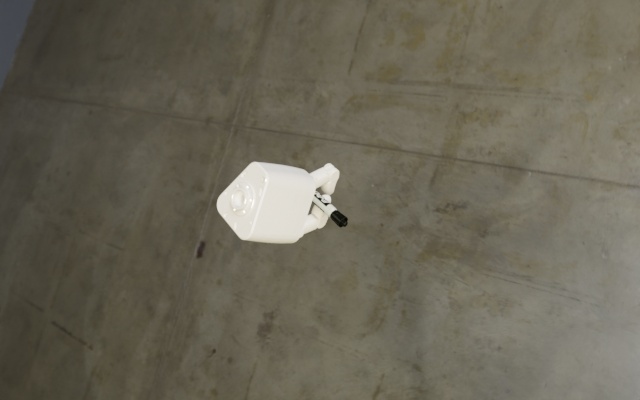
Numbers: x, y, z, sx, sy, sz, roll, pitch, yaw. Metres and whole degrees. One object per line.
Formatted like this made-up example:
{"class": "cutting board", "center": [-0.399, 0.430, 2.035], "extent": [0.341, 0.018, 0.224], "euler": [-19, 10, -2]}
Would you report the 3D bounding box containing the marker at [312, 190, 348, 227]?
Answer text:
{"class": "marker", "center": [0.000, 0.002, 0.749], "extent": [0.020, 0.020, 0.121], "euler": [0, 34, -49]}
